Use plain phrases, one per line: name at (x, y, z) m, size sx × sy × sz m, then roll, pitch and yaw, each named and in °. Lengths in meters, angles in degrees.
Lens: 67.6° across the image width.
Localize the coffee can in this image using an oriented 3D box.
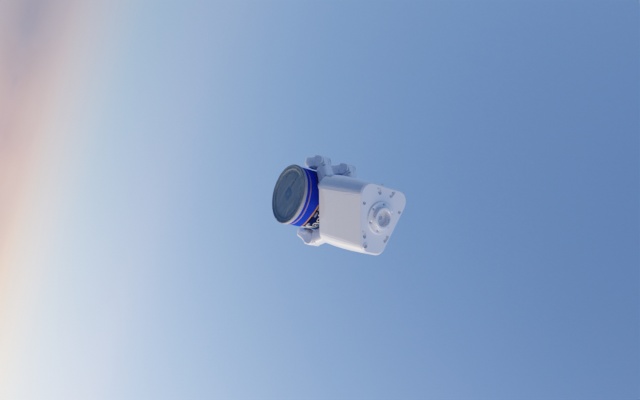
coffee can at (0.000, 0.003, 0.844) m, size 0.140 × 0.103 × 0.103 m, roll 14°, pitch -8°, yaw -34°
